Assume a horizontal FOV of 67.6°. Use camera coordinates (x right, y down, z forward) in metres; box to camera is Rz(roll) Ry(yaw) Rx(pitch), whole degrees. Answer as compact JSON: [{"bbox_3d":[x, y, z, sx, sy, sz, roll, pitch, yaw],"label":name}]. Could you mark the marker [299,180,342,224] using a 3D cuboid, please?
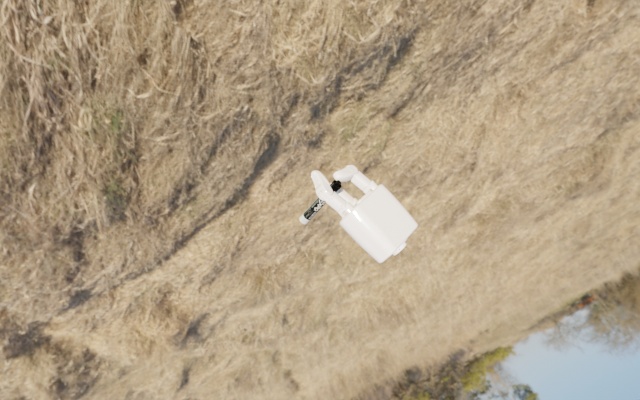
[{"bbox_3d":[0.000,0.003,0.887,0.020,0.020,0.121,0,-37,-44],"label":"marker"}]
